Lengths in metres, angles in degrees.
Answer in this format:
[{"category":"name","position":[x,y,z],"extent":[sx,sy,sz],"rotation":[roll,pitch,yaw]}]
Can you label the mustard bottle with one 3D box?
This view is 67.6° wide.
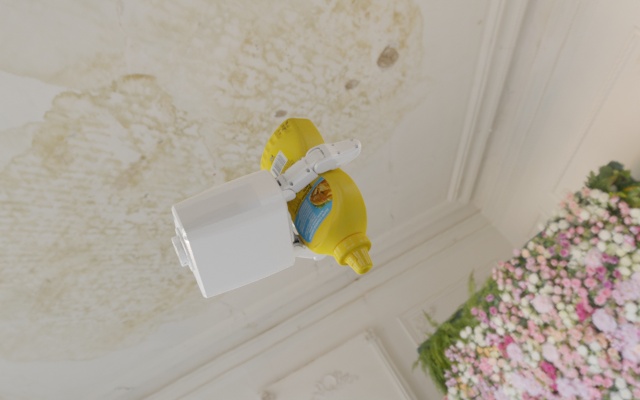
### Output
[{"category":"mustard bottle","position":[0.000,0.001,0.533],"extent":[0.058,0.191,0.096],"rotation":[-5,-41,-39]}]
